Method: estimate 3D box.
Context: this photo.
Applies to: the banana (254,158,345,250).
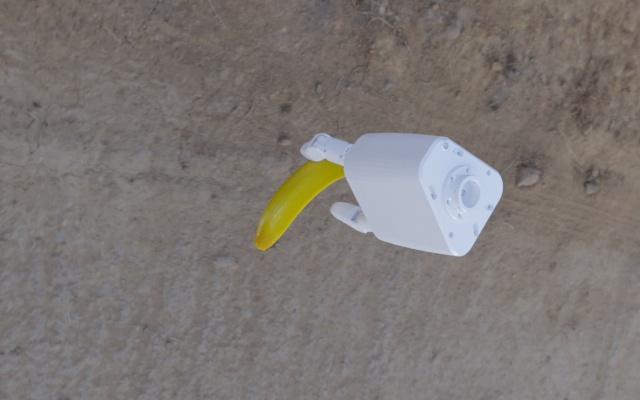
[{"bbox_3d":[-0.003,-0.016,0.564,0.197,0.070,0.037,-31,25,-28],"label":"banana"}]
